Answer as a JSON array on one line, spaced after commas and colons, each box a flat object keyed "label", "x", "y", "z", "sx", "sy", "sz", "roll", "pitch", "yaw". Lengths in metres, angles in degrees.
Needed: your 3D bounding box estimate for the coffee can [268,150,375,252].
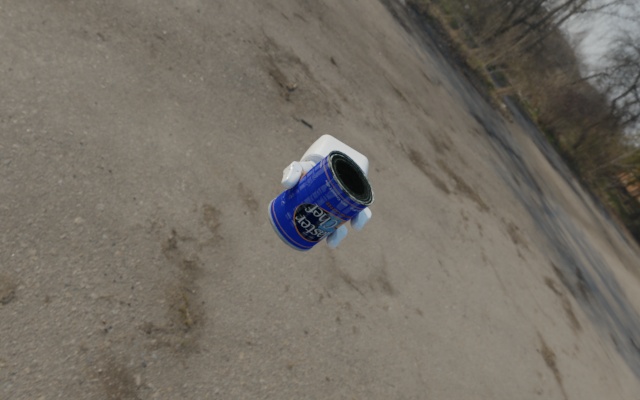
[{"label": "coffee can", "x": 0.000, "y": 0.003, "z": 0.757, "sx": 0.140, "sy": 0.102, "sz": 0.103, "roll": -38, "pitch": -20, "yaw": 28}]
